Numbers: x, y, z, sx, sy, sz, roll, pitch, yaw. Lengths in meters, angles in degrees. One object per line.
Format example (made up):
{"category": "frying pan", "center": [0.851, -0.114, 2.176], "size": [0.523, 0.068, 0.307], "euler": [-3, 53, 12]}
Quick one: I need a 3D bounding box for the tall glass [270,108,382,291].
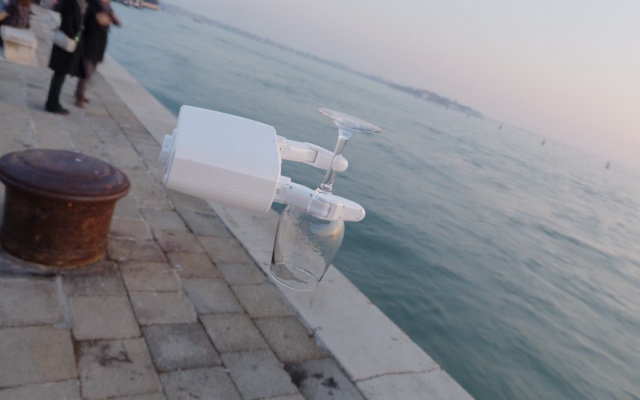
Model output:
{"category": "tall glass", "center": [0.000, 0.001, 0.546], "size": [0.079, 0.201, 0.079], "euler": [18, 16, -5]}
